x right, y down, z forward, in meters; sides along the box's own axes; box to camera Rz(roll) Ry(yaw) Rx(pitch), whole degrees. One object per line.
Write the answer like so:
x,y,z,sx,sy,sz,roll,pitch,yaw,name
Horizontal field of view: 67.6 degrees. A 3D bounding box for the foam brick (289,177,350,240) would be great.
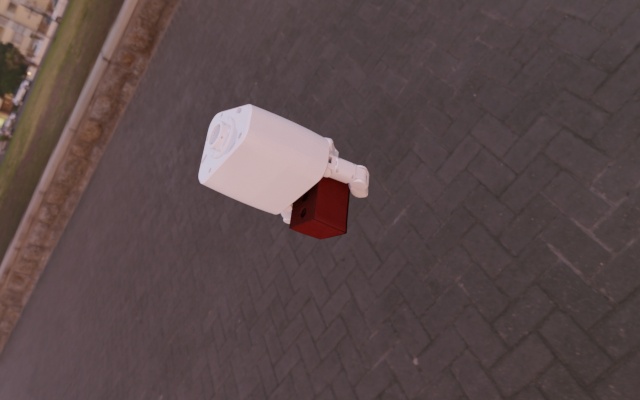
0.000,0.002,0.585,0.051,0.078,0.053,22,-27,-34,foam brick
